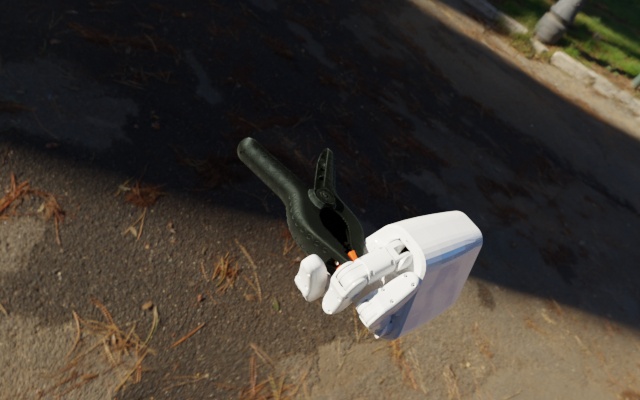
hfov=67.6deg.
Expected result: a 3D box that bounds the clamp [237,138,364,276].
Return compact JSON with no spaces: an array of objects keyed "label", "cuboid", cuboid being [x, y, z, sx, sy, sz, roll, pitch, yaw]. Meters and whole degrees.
[{"label":"clamp","cuboid":[0.000,0.001,0.479,0.120,0.171,0.039,-11,-30,-40]}]
